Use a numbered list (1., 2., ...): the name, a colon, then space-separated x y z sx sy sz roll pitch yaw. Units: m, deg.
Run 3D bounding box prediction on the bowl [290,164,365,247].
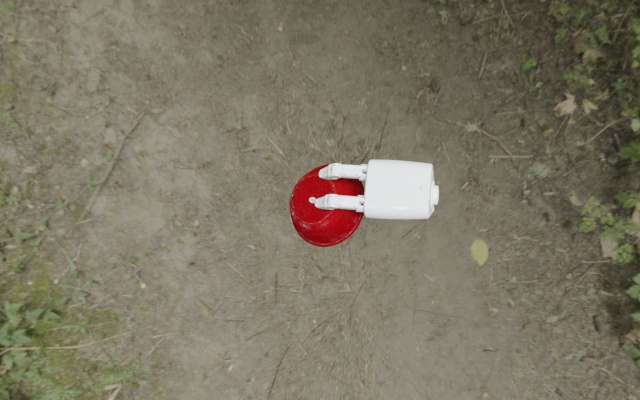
1. bowl: -0.001 0.003 0.886 0.162 0.162 0.055 0 -12 30
